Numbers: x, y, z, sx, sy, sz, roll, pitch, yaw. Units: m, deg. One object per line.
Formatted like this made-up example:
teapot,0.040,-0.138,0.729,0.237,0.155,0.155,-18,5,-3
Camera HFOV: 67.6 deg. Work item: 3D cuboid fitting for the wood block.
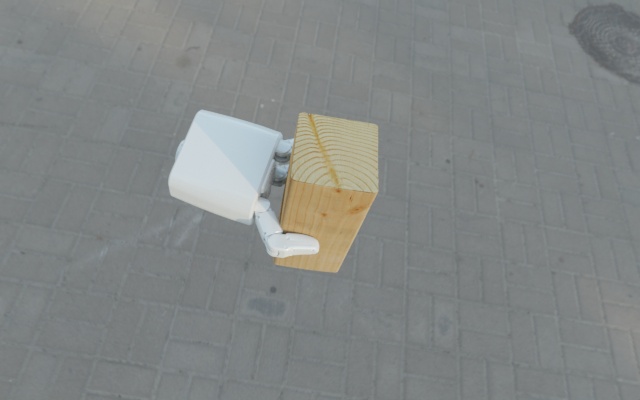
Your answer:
wood block,0.000,0.002,0.575,0.090,0.090,0.206,9,-32,-6
